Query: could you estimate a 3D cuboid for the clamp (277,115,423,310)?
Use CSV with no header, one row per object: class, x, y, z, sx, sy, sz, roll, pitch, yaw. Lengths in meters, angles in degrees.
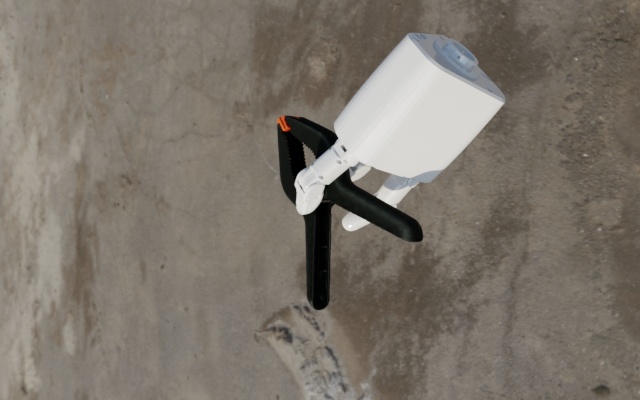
clamp,-0.001,0.001,0.505,0.036,0.210,0.165,-3,-38,-44
